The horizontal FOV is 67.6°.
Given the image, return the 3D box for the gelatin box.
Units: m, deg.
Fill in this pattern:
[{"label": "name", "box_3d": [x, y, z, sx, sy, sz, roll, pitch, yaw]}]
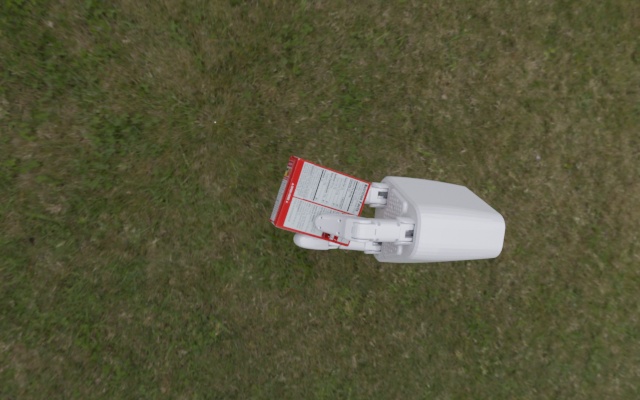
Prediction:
[{"label": "gelatin box", "box_3d": [0.000, 0.002, 0.502, 0.089, 0.073, 0.030, 17, 3, -22]}]
